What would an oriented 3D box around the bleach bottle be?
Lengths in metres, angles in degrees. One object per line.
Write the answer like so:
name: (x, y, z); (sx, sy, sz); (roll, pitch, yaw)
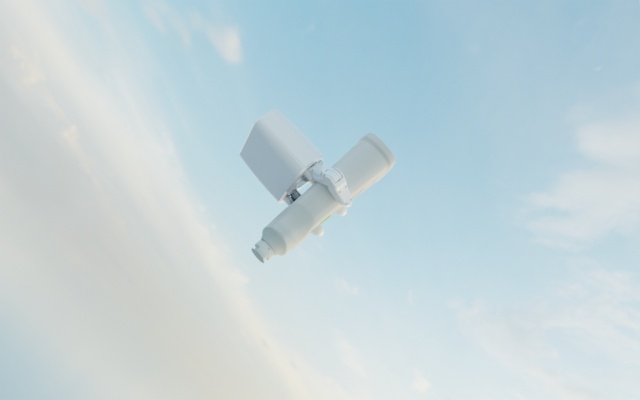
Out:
bleach bottle: (0.000, 0.002, 0.727); (0.250, 0.068, 0.103); (-40, -6, -22)
